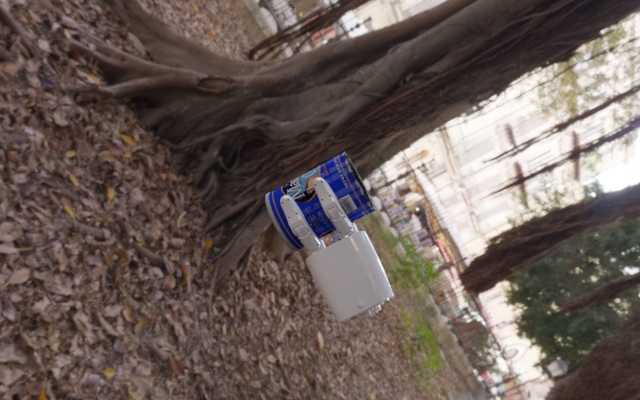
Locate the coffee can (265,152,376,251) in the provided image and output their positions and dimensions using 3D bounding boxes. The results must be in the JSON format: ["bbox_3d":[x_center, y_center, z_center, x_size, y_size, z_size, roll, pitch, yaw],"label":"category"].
[{"bbox_3d":[0.000,0.002,0.741,0.140,0.103,0.103,-28,-5,9],"label":"coffee can"}]
